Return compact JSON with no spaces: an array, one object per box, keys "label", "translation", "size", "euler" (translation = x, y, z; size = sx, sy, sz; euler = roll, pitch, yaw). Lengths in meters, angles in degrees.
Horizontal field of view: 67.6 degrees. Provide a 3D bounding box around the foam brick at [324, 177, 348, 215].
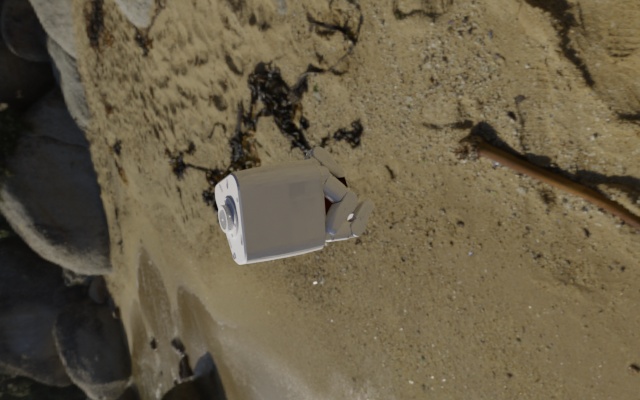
[{"label":"foam brick","translation":[0.000,0.002,0.661],"size":[0.051,0.053,0.078],"euler":[-12,-4,-29]}]
